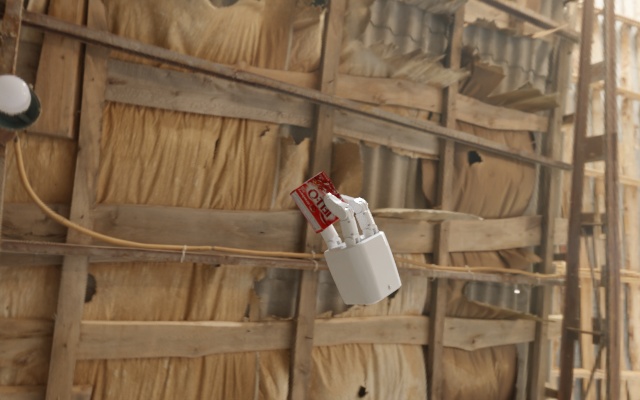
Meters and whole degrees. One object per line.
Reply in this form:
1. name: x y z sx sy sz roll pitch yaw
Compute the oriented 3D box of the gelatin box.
1. gelatin box: 0.000 0.003 0.856 0.073 0.089 0.030 -35 1 -31
